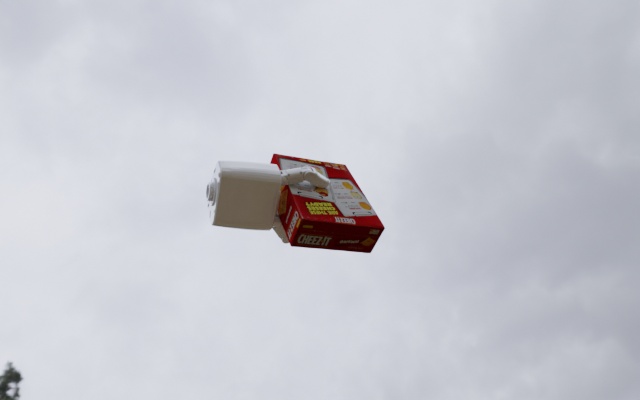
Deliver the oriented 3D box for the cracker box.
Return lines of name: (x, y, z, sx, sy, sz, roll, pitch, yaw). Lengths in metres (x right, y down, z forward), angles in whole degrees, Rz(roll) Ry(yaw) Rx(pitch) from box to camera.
cracker box: (0.000, 0.003, 0.897, 0.164, 0.072, 0.213, 7, 33, -26)
